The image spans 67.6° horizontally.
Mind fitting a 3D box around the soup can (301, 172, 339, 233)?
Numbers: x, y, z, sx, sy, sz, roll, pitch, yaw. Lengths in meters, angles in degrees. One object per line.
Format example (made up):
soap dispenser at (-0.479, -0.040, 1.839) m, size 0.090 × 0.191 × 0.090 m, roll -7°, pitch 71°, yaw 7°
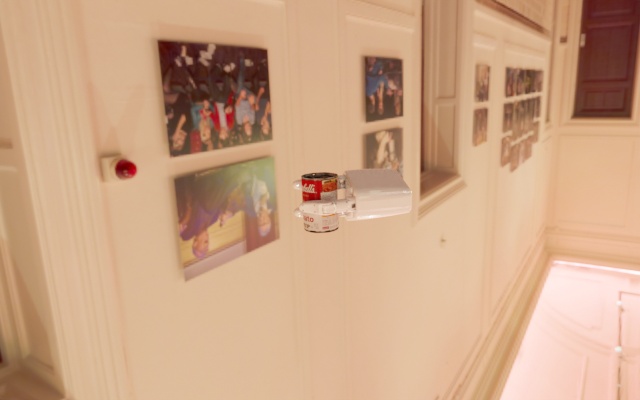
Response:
soup can at (0.000, 0.003, 0.889) m, size 0.068 × 0.102 × 0.068 m, roll -2°, pitch 13°, yaw 1°
